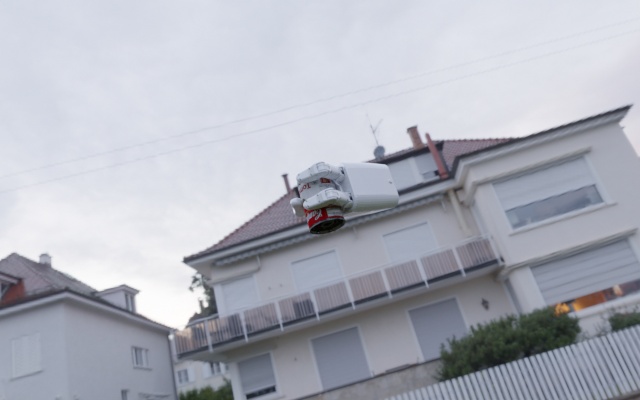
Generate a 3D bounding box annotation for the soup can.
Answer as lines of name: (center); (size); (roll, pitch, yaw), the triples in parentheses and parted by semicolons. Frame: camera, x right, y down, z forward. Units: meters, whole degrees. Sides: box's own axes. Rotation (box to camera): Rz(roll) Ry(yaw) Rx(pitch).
soup can: (0.000, 0.003, 0.882); (0.068, 0.102, 0.068); (-14, -22, -6)
